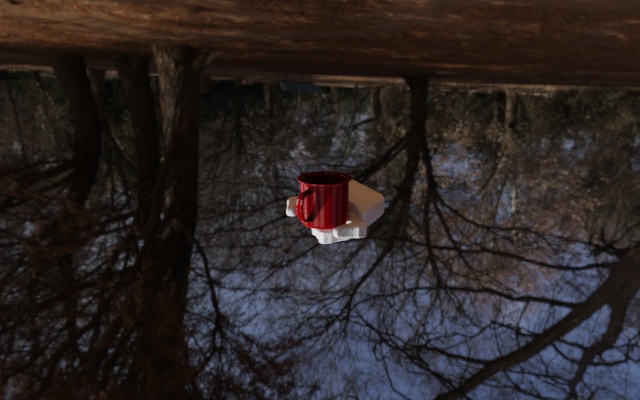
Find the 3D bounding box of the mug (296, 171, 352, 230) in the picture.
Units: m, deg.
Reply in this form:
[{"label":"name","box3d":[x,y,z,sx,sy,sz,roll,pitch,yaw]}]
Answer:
[{"label":"mug","box3d":[-0.001,0.003,0.808,0.093,0.081,0.117,11,21,33]}]
